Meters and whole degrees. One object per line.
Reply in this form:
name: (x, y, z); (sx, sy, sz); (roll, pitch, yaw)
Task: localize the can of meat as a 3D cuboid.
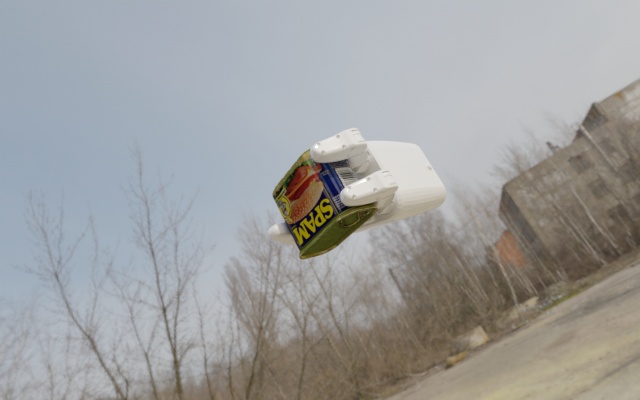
can of meat: (0.000, 0.001, 0.516); (0.057, 0.084, 0.102); (-9, -27, -43)
